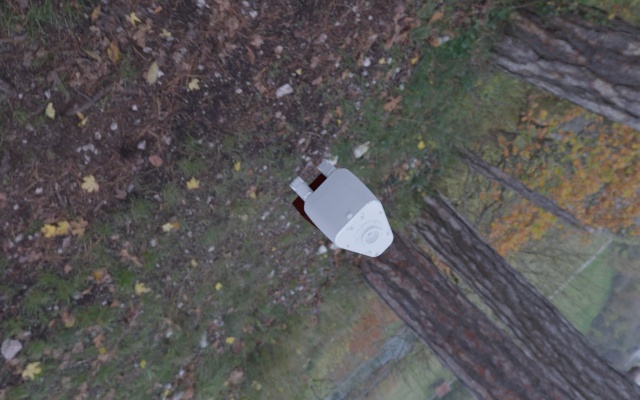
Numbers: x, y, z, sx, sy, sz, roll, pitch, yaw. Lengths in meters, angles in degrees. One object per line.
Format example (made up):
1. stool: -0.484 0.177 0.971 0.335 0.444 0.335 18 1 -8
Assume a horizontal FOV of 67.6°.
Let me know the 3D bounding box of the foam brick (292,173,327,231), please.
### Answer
1. foam brick: 0.000 0.003 0.832 0.053 0.078 0.051 41 5 -38
